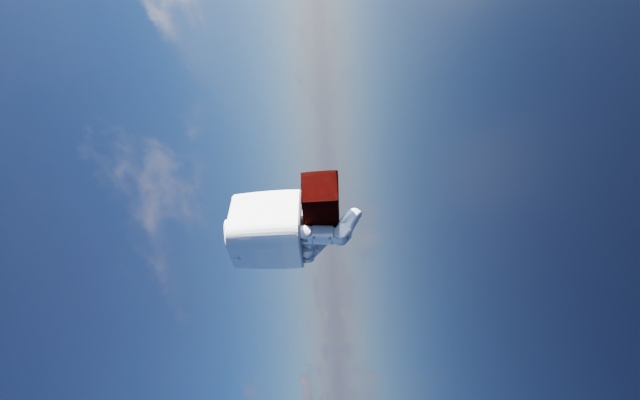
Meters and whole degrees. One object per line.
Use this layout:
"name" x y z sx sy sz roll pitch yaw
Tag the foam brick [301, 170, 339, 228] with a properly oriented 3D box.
"foam brick" 0.000 0.002 0.665 0.051 0.053 0.078 -2 -35 2
